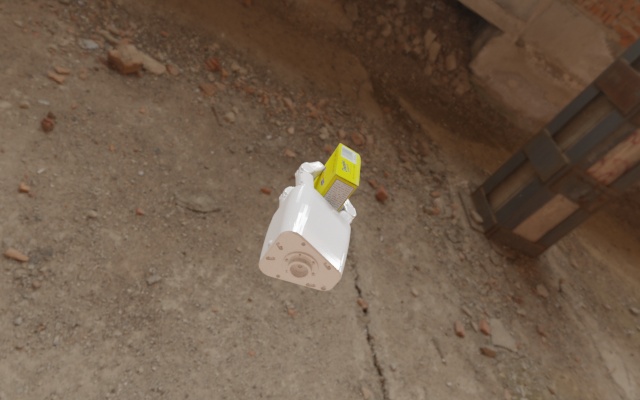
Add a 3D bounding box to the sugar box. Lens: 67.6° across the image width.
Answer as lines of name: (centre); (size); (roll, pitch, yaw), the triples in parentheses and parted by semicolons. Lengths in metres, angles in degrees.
sugar box: (0.000, 0.002, 0.769); (0.048, 0.176, 0.093); (29, 34, -14)
